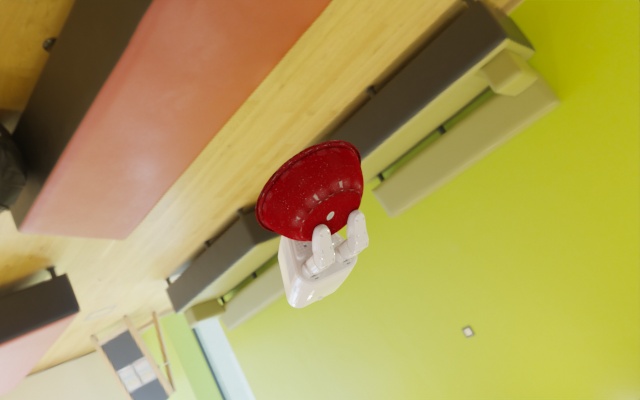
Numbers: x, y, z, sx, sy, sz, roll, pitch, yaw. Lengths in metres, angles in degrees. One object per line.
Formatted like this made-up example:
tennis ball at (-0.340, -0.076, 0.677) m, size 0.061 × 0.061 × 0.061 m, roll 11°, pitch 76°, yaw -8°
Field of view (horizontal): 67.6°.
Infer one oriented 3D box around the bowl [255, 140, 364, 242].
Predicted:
bowl at (0.000, 0.002, 0.613) m, size 0.162 × 0.162 × 0.055 m, roll 0°, pitch 43°, yaw -46°
